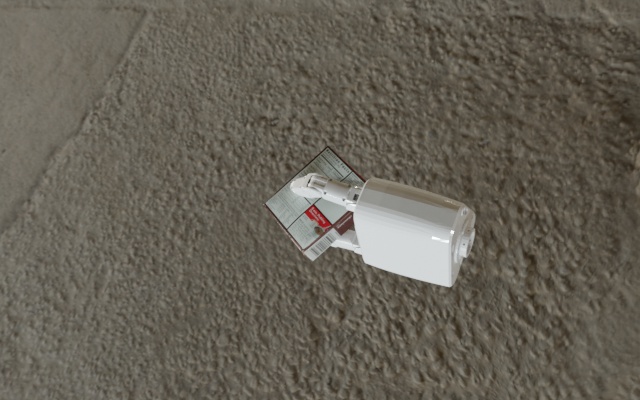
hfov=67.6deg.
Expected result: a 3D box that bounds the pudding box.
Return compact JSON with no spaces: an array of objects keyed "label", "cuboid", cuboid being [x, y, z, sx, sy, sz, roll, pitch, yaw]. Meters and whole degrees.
[{"label":"pudding box","cuboid":[0.000,0.002,0.581,0.090,0.113,0.039,48,-3,30]}]
